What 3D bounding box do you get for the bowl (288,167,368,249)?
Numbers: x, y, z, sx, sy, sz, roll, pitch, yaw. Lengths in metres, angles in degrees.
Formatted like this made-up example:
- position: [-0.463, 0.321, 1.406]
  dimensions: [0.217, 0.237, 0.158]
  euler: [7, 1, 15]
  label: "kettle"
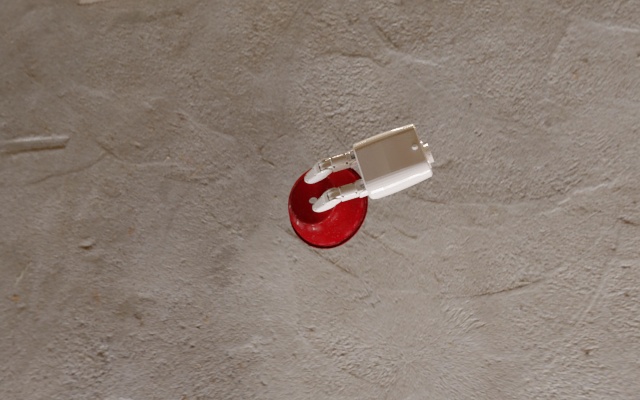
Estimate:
- position: [-0.001, 0.003, 0.844]
  dimensions: [0.162, 0.162, 0.055]
  euler: [0, -12, 28]
  label: "bowl"
